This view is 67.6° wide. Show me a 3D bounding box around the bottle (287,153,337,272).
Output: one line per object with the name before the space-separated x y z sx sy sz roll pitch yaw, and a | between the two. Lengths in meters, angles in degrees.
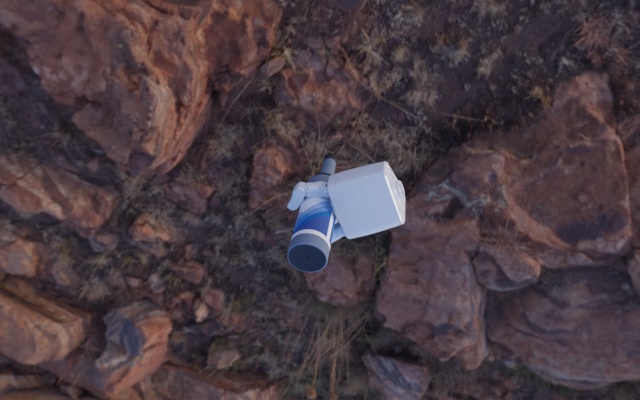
bottle | 0.000 0.003 0.883 0.069 0.069 0.295 0 38 11
